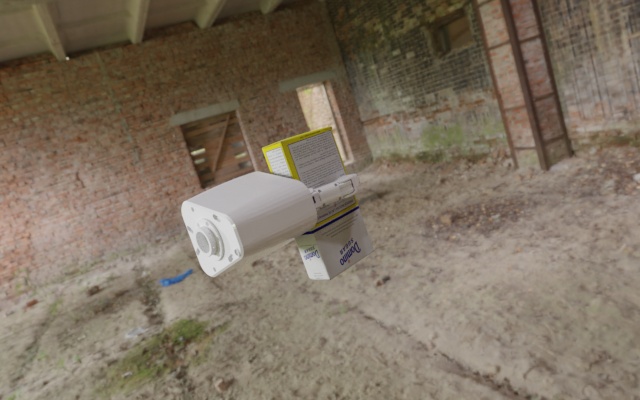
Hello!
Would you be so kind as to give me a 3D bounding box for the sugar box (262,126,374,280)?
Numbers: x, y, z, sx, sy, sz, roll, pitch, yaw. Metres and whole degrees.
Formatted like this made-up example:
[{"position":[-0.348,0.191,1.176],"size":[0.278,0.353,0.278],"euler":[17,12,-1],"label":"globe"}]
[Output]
[{"position":[0.000,0.002,0.602],"size":[0.048,0.176,0.093],"euler":[-8,12,47],"label":"sugar box"}]
